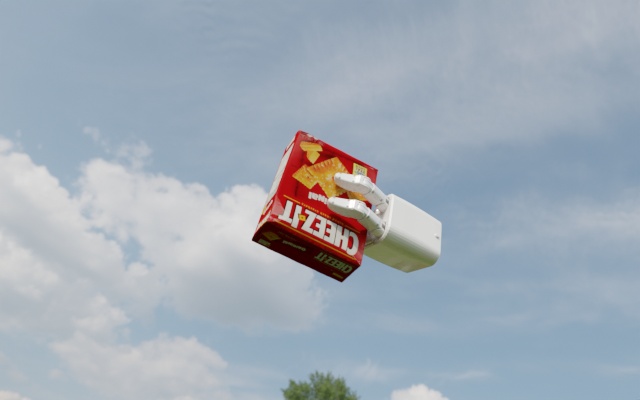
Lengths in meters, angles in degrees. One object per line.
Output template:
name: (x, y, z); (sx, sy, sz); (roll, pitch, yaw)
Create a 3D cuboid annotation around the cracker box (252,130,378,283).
cracker box: (0.000, 0.003, 0.789); (0.164, 0.213, 0.072); (26, -42, -13)
